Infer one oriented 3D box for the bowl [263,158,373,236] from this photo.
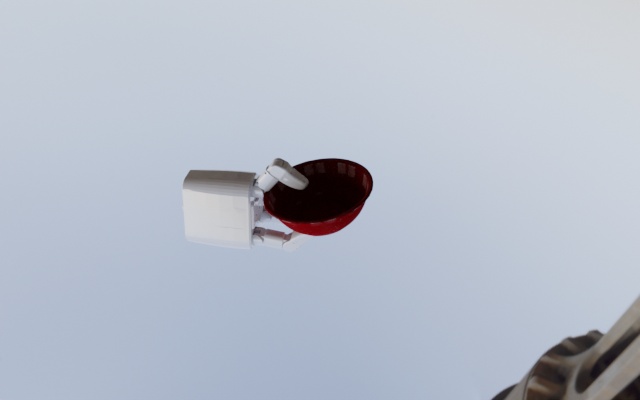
[{"bbox_3d":[0.001,0.003,0.701,0.162,0.055,0.162,-8,35,6],"label":"bowl"}]
